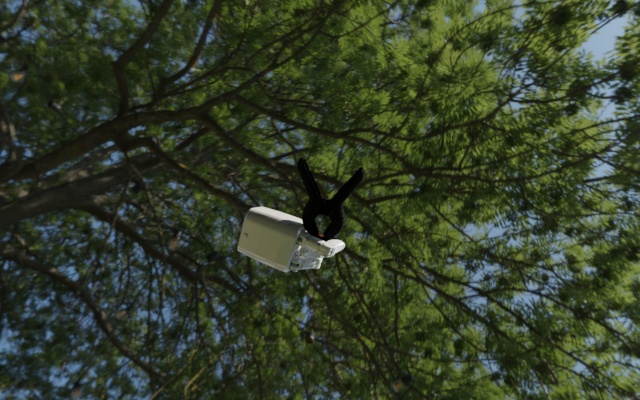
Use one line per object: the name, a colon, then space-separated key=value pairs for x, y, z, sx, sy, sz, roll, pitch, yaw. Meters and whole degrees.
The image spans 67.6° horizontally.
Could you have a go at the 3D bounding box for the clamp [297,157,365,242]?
clamp: x=0.000 y=0.003 z=0.865 sx=0.120 sy=0.171 sz=0.039 roll=20 pitch=18 yaw=5
